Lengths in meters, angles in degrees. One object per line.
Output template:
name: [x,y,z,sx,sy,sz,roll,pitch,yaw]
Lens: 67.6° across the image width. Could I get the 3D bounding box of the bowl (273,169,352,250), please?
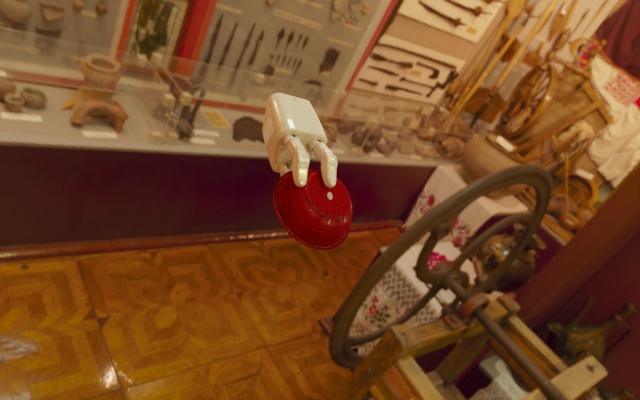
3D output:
bowl: [0.001,0.004,0.832,0.162,0.162,0.055,0,-28,-37]
